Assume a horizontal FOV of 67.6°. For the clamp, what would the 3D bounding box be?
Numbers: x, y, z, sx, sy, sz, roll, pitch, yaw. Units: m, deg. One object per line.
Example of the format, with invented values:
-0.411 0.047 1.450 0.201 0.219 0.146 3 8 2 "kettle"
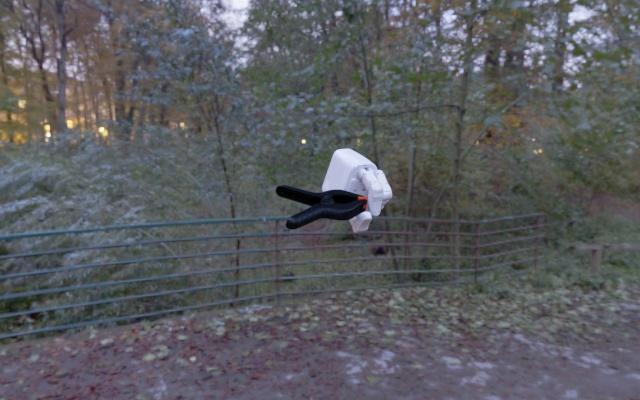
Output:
0.000 0.002 0.885 0.171 0.039 0.120 -5 42 -24 "clamp"
